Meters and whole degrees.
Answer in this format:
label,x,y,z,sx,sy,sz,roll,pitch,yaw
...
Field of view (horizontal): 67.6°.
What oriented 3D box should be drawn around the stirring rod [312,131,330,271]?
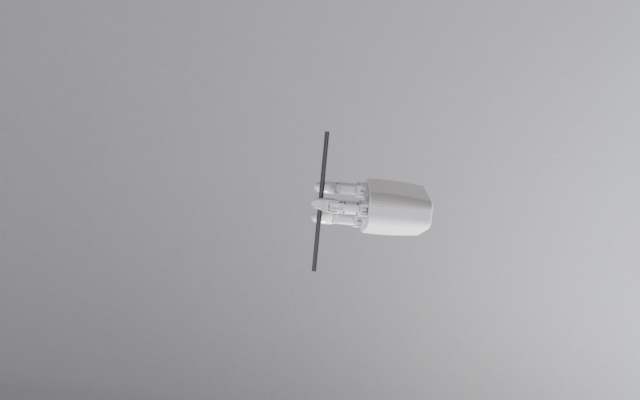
label,x,y,z,sx,sy,sz,roll,pitch,yaw
stirring rod,0.000,0.003,0.817,0.011,0.239,0.011,5,5,0
